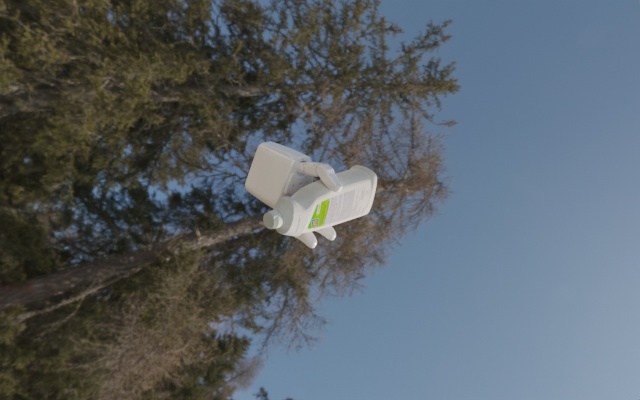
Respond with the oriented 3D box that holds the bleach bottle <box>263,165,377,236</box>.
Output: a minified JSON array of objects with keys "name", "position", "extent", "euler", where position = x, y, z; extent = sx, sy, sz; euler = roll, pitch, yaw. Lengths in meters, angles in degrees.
[{"name":"bleach bottle","position":[0.000,0.003,0.878],"extent":[0.068,0.103,0.251],"euler":[27,28,36]}]
